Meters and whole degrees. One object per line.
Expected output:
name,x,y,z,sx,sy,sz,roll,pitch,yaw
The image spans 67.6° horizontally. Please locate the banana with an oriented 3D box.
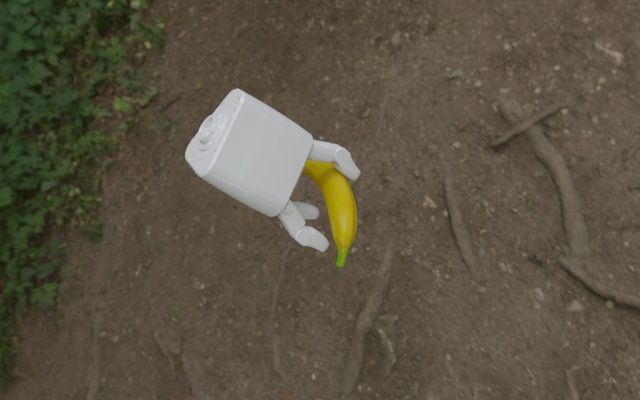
banana,0.012,-0.008,0.644,0.037,0.197,0.070,20,-55,-32
